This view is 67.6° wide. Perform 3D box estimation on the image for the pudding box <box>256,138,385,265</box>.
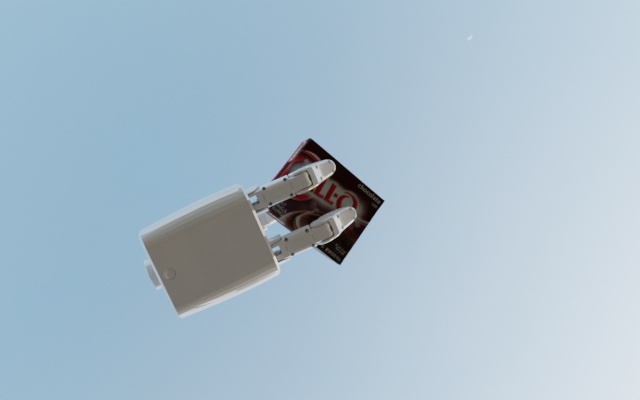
[{"bbox_3d":[0.000,0.002,0.524,0.113,0.090,0.039,39,-11,-15],"label":"pudding box"}]
